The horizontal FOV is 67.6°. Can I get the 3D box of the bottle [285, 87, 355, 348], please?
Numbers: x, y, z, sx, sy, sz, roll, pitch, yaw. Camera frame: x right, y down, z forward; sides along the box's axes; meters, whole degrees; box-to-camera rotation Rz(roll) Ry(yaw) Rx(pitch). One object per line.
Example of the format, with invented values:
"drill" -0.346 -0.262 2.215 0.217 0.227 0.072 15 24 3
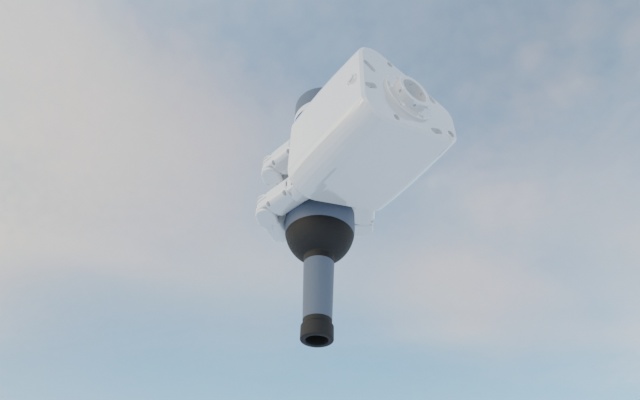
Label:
"bottle" 0.000 0.001 0.478 0.069 0.295 0.069 1 -41 1
